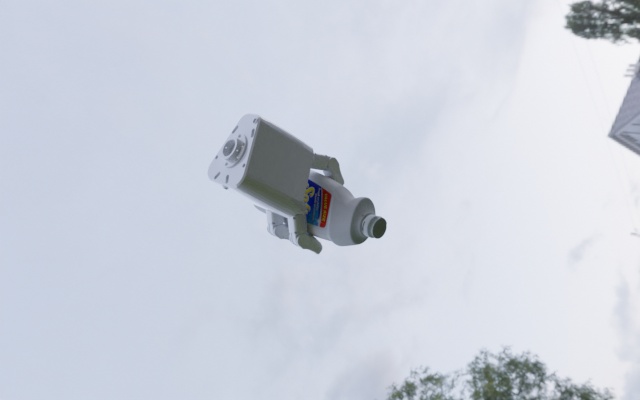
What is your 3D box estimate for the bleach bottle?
[{"bbox_3d":[0.000,0.002,0.718,0.068,0.102,0.251,27,-6,-43],"label":"bleach bottle"}]
